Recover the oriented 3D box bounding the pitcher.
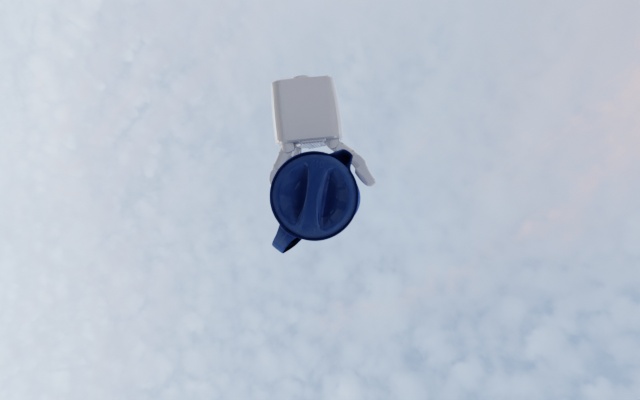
[{"bbox_3d":[0.000,0.002,0.813,0.149,0.145,0.243,-10,-2,8],"label":"pitcher"}]
